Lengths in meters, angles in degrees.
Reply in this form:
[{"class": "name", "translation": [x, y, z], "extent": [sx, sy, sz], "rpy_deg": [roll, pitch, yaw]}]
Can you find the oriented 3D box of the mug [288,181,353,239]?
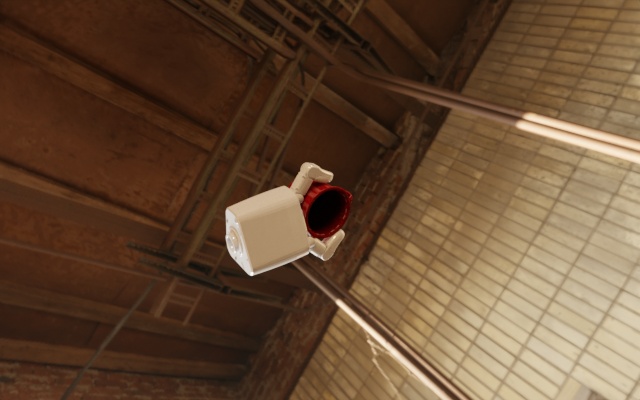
[{"class": "mug", "translation": [0.001, 0.002, 0.823], "extent": [0.117, 0.093, 0.081], "rpy_deg": [-20, 33, -29]}]
